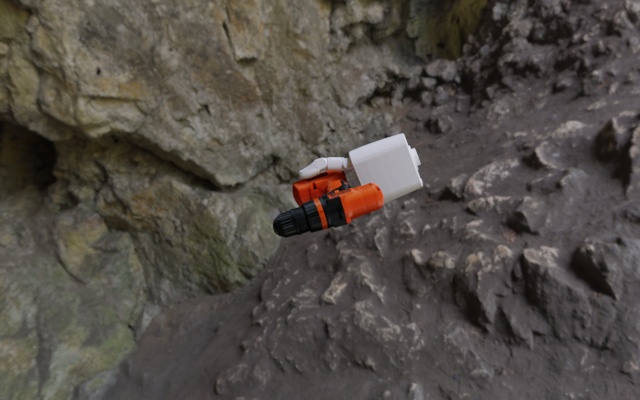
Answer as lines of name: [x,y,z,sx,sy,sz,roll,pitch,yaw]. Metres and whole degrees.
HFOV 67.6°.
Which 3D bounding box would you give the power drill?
power drill: [0.000,0.002,0.832,0.184,0.057,0.187,-16,17,-7]
